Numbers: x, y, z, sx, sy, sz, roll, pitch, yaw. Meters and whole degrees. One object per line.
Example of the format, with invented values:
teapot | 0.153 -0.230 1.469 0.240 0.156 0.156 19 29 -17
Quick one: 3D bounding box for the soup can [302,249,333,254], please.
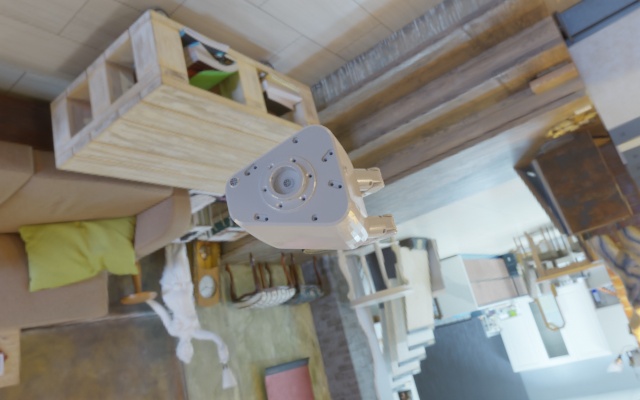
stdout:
soup can | 0.000 0.002 0.538 0.068 0.102 0.068 -13 -17 -4
